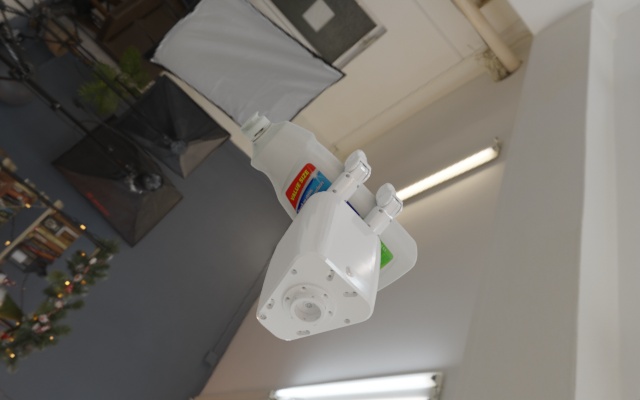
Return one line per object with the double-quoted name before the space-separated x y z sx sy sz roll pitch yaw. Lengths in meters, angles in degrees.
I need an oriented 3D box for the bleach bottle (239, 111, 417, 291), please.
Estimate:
"bleach bottle" 0.000 0.002 0.562 0.102 0.251 0.068 -37 18 25
